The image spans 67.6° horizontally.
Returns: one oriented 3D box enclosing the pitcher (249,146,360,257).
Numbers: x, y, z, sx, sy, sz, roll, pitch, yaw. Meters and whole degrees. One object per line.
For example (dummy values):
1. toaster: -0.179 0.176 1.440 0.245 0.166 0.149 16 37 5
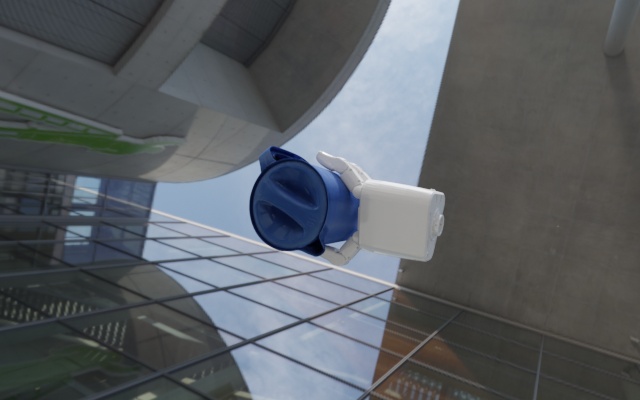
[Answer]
1. pitcher: 0.000 0.003 0.780 0.145 0.149 0.243 11 2 27
